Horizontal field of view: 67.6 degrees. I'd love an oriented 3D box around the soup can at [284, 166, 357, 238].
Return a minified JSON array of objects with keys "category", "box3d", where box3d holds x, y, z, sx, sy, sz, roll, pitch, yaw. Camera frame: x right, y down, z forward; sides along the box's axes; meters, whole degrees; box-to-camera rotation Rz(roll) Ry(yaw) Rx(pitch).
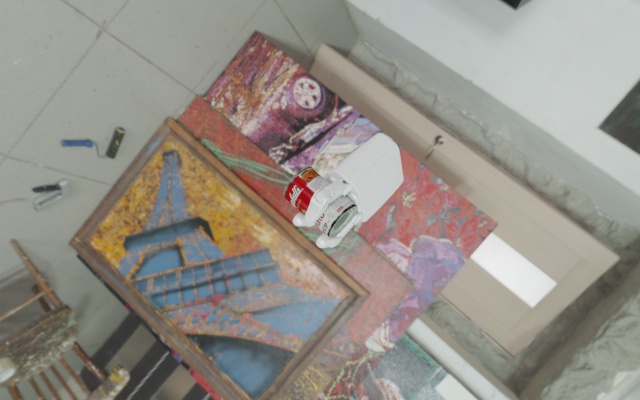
[{"category":"soup can","box3d":[0.000,0.003,0.766,0.102,0.068,0.068,41,15,18]}]
